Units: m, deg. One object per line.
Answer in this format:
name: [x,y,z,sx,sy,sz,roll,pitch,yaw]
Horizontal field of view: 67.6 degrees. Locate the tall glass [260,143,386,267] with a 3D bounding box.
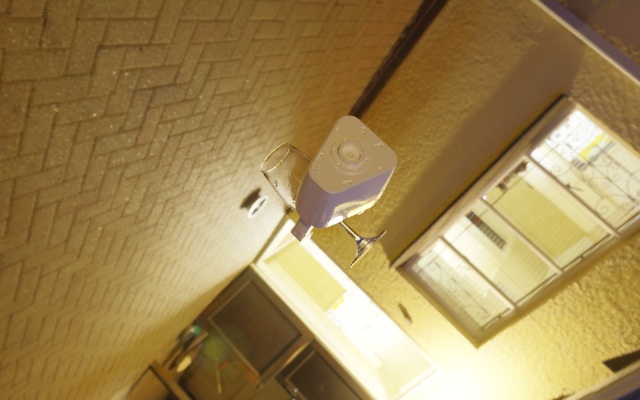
tall glass: [0.001,0.003,0.714,0.201,0.079,0.079,44,10,10]
